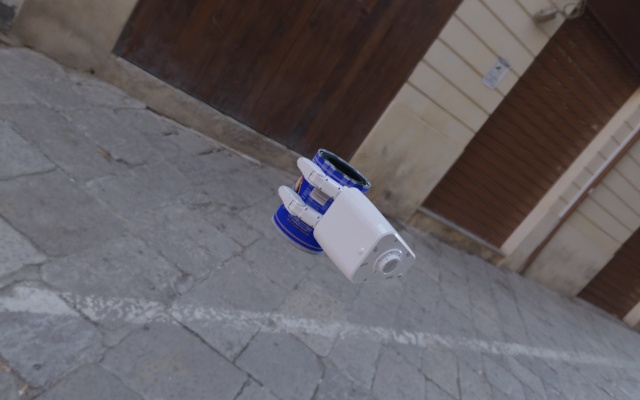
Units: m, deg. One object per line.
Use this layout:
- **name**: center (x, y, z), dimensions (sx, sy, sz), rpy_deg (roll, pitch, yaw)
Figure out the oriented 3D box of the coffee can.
- **coffee can**: center (0.000, 0.003, 0.776), dimensions (0.103, 0.140, 0.102), rpy_deg (33, 15, -10)
